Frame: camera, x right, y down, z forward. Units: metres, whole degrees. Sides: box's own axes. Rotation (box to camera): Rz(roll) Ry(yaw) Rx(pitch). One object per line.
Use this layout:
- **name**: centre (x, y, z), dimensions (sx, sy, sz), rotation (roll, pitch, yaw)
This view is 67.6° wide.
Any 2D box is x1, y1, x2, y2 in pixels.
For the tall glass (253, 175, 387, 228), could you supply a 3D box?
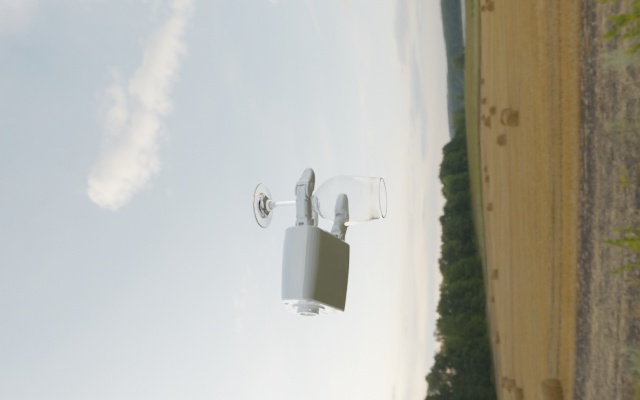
- **tall glass**: centre (-0.001, 0.002, 0.749), dimensions (0.201, 0.079, 0.079), rotation (-4, -1, 18)
